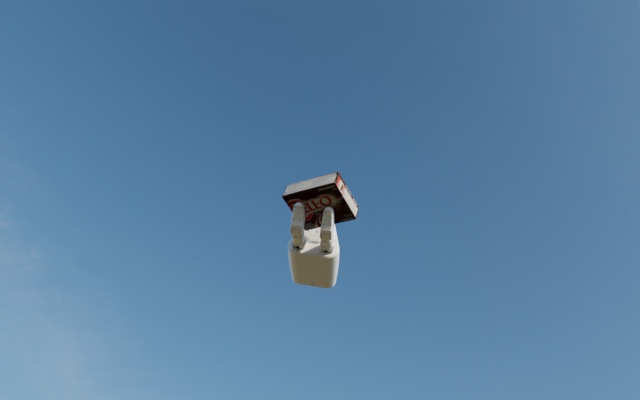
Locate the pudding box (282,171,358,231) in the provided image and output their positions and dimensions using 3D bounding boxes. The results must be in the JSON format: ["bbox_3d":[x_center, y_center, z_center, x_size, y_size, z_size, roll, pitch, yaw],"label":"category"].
[{"bbox_3d":[0.000,0.003,0.868,0.113,0.090,0.039,-16,36,25],"label":"pudding box"}]
